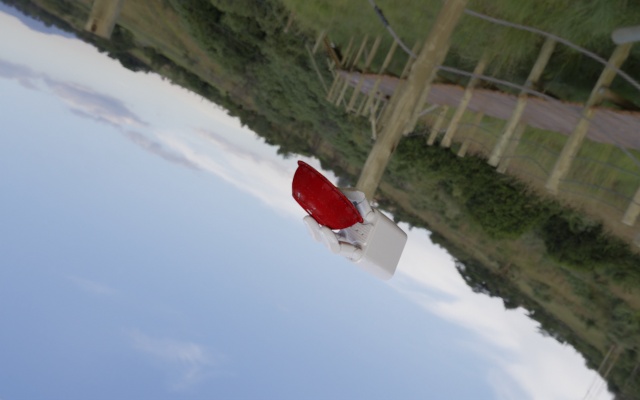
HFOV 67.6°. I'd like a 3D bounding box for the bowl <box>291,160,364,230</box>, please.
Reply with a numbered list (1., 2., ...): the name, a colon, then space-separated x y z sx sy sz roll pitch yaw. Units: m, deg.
1. bowl: -0.001 0.002 0.850 0.162 0.055 0.162 43 -7 7
